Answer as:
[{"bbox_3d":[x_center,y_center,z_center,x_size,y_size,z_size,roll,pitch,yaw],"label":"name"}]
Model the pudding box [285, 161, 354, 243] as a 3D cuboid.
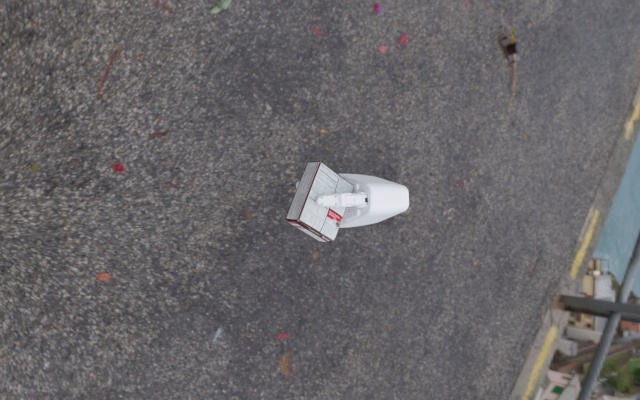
[{"bbox_3d":[0.000,0.003,0.803,0.090,0.113,0.039,34,-23,-35],"label":"pudding box"}]
